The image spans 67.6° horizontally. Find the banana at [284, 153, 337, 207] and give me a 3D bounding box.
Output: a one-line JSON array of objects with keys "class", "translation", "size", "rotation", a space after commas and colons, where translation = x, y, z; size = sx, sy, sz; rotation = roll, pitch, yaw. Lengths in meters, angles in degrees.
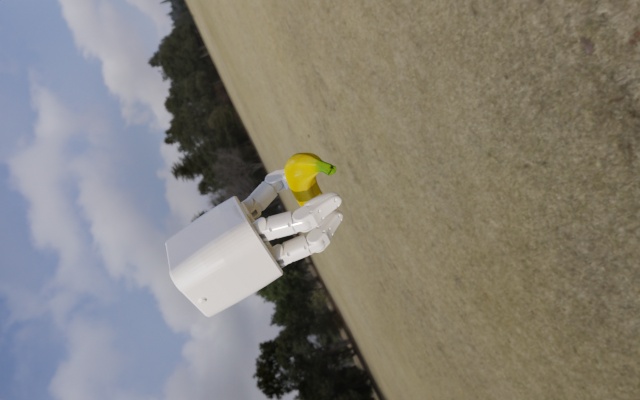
[{"class": "banana", "translation": [-0.012, -0.012, 0.598], "size": [0.037, 0.069, 0.198], "rotation": [-40, -18, -11]}]
